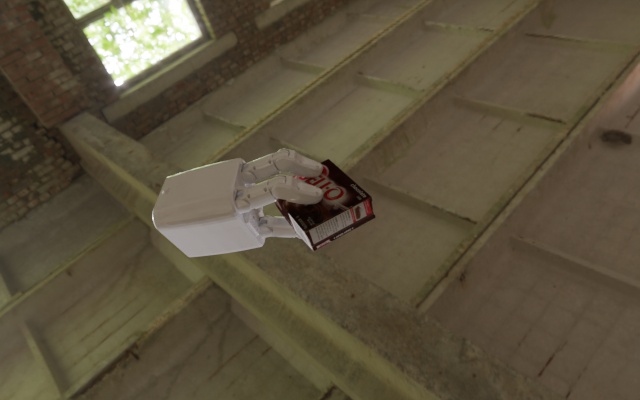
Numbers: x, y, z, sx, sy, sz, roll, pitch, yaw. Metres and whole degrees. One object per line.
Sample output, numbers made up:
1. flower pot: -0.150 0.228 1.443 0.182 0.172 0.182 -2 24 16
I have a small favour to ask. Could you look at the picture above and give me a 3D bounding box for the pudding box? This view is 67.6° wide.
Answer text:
1. pudding box: 0.000 0.002 0.586 0.090 0.039 0.113 -28 40 -13
